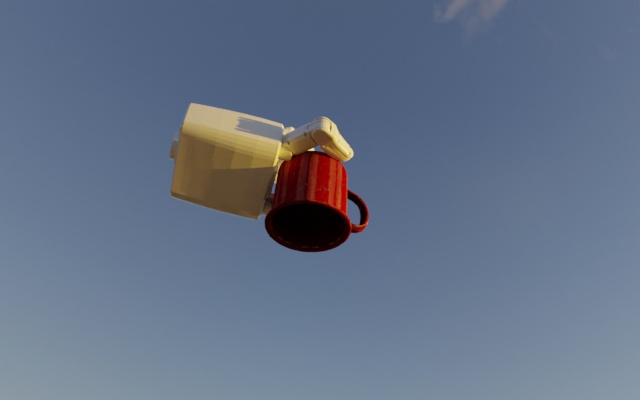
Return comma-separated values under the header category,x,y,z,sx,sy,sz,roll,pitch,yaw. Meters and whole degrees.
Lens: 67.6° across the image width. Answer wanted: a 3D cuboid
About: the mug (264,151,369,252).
category,x,y,z,sx,sy,sz,roll,pitch,yaw
mug,0.001,0.002,0.536,0.117,0.081,0.093,14,-41,-12
